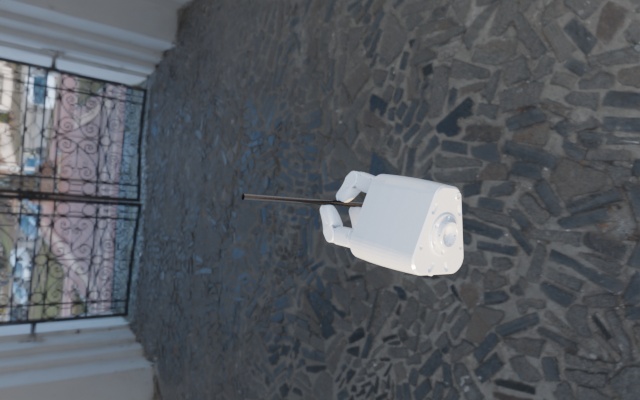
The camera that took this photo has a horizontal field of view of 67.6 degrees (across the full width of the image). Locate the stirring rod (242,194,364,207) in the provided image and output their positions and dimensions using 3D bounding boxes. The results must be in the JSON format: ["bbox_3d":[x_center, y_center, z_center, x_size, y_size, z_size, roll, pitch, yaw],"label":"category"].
[{"bbox_3d":[0.000,0.002,0.662,0.239,0.011,0.011,4,-3,-37],"label":"stirring rod"}]
